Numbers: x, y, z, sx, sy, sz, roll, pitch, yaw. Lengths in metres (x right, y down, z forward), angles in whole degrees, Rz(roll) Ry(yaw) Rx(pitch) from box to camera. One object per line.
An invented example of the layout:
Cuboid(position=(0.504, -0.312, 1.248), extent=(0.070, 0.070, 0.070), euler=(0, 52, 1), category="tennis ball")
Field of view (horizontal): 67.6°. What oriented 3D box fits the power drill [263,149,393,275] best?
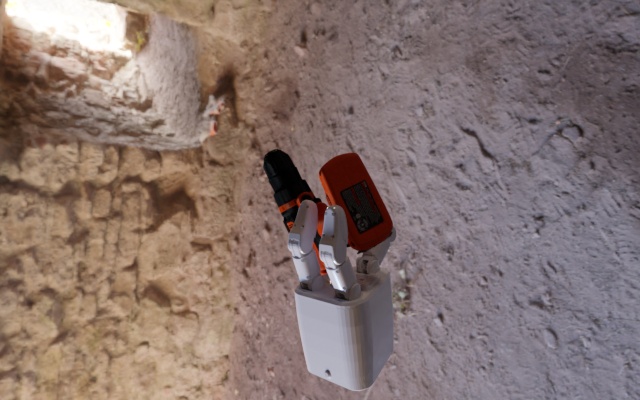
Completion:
Cuboid(position=(0.000, 0.002, 0.590), extent=(0.057, 0.184, 0.188), euler=(-29, 1, -23), category="power drill")
